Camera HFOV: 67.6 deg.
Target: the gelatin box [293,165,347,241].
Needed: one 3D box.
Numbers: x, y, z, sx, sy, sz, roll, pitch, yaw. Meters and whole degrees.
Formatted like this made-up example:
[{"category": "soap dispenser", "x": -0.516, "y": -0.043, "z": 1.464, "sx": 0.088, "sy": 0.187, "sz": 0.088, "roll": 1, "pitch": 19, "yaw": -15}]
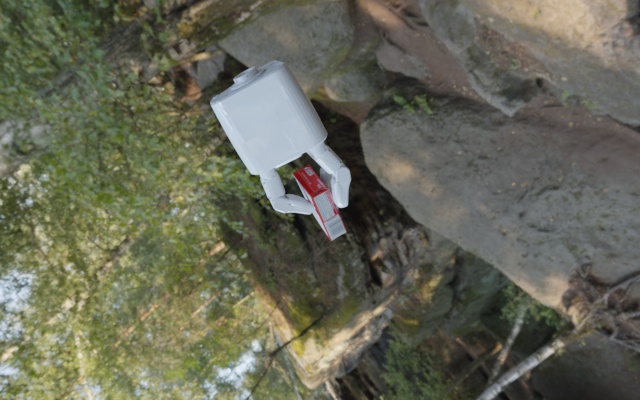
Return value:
[{"category": "gelatin box", "x": 0.000, "y": 0.003, "z": 0.683, "sx": 0.030, "sy": 0.089, "sz": 0.073, "roll": -29, "pitch": 37, "yaw": -6}]
